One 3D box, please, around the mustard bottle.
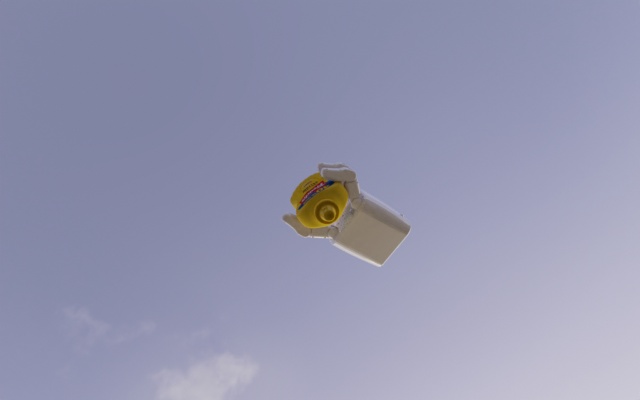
[{"bbox_3d":[0.000,0.002,0.833,0.096,0.058,0.191,-35,16,1],"label":"mustard bottle"}]
